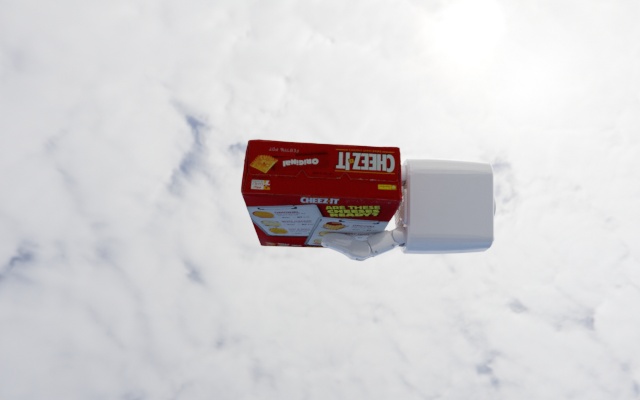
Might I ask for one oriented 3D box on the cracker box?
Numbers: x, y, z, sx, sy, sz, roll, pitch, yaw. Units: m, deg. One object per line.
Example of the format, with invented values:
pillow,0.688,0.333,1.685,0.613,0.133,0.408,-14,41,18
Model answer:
cracker box,0.000,0.002,0.584,0.164,0.072,0.214,2,-20,-1
